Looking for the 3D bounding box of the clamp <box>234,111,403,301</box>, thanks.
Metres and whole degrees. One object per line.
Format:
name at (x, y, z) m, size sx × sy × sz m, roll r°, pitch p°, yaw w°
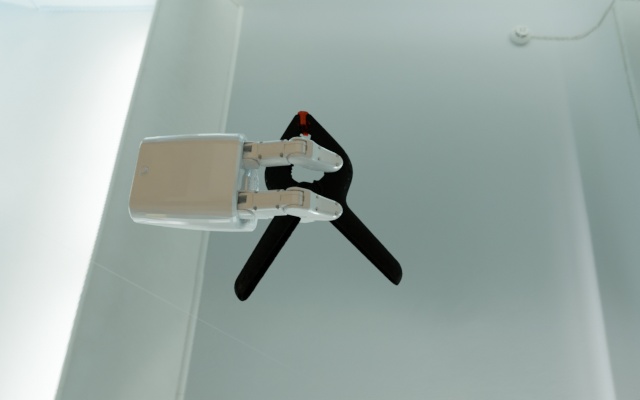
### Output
clamp at (0.000, 0.001, 0.501) m, size 0.164 × 0.210 × 0.036 m, roll 1°, pitch -23°, yaw 3°
